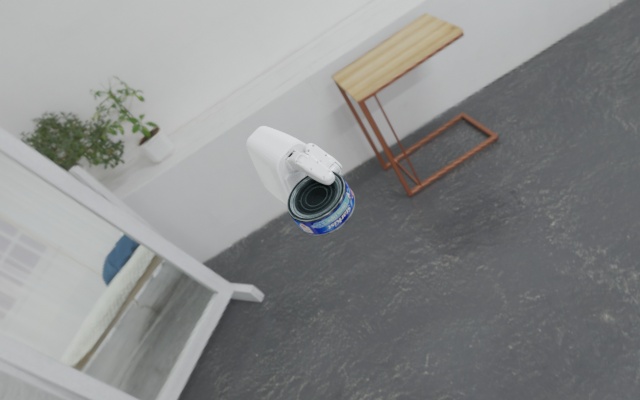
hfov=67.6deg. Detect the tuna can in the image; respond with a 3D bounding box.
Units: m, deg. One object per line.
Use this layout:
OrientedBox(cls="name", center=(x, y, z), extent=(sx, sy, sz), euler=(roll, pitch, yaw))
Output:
OrientedBox(cls="tuna can", center=(0.000, 0.002, 0.626), extent=(0.086, 0.086, 0.034), euler=(0, -36, 31))
